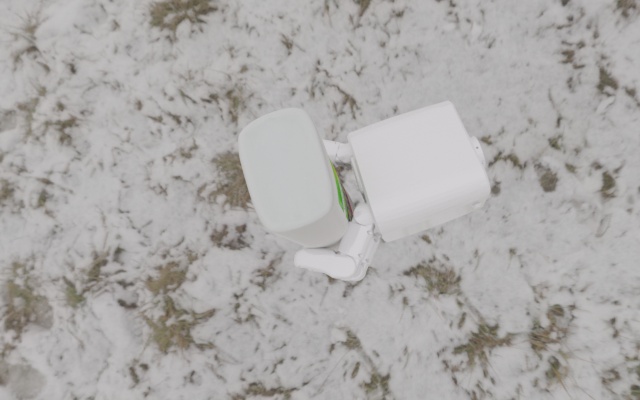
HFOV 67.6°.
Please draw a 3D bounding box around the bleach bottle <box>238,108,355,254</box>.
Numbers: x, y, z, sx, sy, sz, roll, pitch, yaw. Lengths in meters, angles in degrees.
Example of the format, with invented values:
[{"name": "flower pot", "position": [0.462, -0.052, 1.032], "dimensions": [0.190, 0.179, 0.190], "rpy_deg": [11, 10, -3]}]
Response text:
[{"name": "bleach bottle", "position": [0.000, 0.002, 0.485], "dimensions": [0.068, 0.102, 0.251], "rpy_deg": [-19, -15, 9]}]
